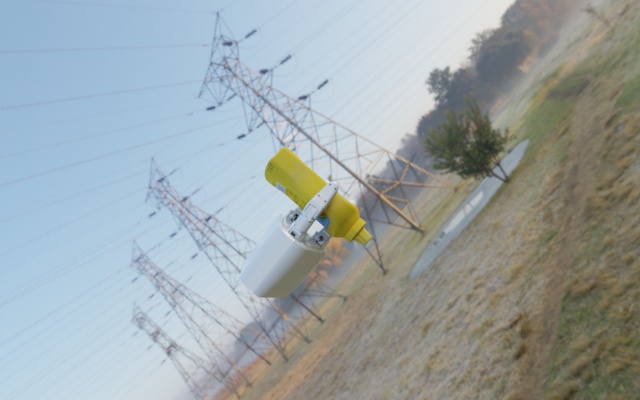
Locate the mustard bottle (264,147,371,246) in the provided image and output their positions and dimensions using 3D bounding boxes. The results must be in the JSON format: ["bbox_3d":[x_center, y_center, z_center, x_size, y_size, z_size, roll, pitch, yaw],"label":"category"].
[{"bbox_3d":[0.000,0.002,0.742,0.191,0.058,0.096,41,-17,8],"label":"mustard bottle"}]
